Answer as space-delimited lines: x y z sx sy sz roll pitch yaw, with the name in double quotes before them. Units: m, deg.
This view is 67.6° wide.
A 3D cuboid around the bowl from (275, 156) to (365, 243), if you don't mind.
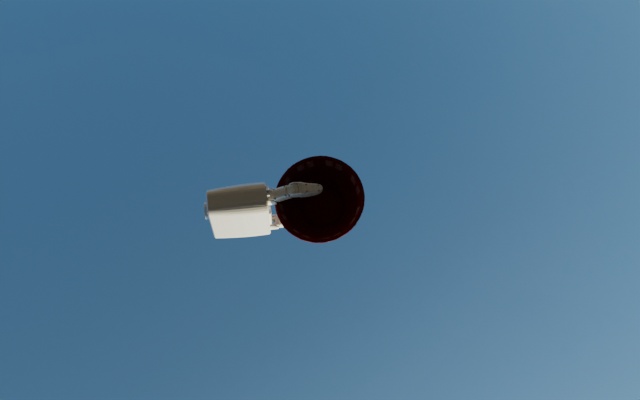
"bowl" 0.002 0.003 0.870 0.162 0.162 0.055 0 -16 6
